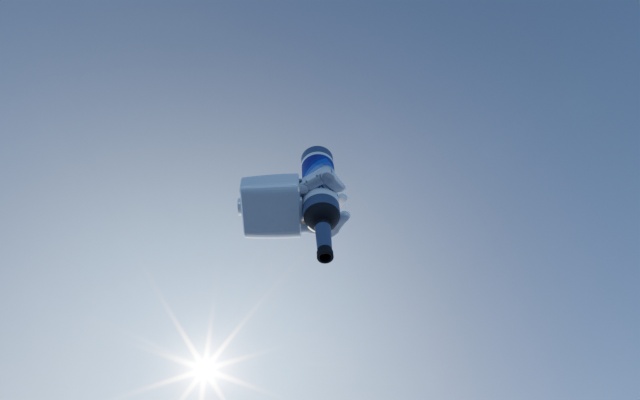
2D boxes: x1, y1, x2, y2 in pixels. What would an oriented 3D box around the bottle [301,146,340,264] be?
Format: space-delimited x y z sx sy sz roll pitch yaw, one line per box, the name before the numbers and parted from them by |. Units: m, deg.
bottle | 0.000 0.003 0.873 0.069 0.069 0.295 0 37 -4
